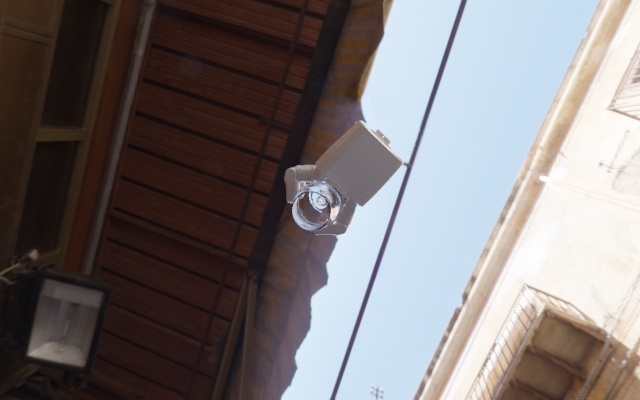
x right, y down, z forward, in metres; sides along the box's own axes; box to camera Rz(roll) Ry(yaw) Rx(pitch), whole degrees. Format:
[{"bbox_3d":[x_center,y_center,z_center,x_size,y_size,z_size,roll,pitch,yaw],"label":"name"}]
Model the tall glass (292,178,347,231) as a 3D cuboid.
[{"bbox_3d":[0.000,0.003,0.824,0.079,0.079,0.201,0,8,9],"label":"tall glass"}]
